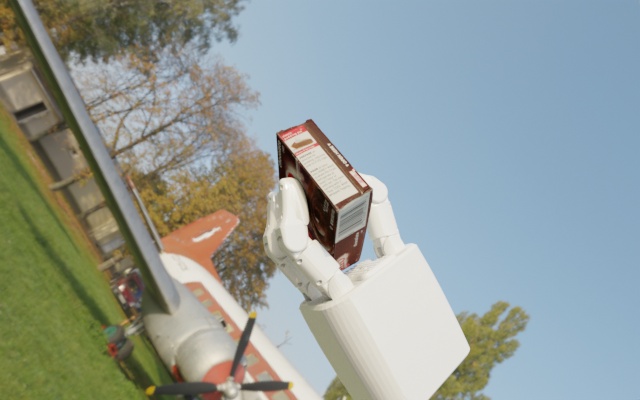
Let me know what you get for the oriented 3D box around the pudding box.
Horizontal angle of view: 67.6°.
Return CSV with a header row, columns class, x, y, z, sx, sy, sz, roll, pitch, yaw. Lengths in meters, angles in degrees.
class,x,y,z,sx,sy,sz,roll,pitch,yaw
pudding box,0.000,0.001,0.409,0.039,0.090,0.114,-27,-30,-22
